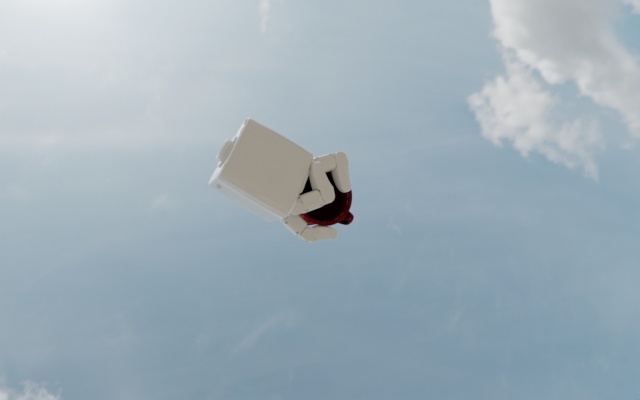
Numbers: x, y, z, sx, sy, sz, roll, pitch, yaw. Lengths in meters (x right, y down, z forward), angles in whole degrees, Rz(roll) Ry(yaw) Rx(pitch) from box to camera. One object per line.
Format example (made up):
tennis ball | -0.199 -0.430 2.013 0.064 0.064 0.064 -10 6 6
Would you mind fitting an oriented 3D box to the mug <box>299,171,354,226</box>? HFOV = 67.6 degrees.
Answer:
mug | 0.001 0.003 0.751 0.117 0.093 0.081 32 -18 -17
